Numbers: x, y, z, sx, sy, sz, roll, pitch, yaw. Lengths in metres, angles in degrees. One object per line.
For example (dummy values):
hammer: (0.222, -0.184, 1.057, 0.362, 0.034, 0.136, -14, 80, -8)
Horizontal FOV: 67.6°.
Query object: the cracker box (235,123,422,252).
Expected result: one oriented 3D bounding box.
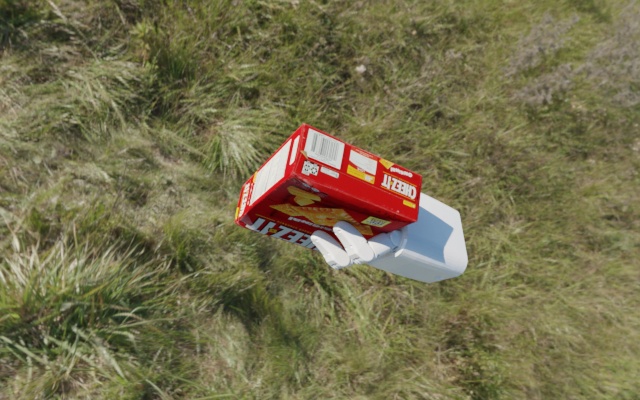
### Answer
cracker box: (0.000, 0.002, 0.620, 0.164, 0.072, 0.214, 21, -26, -20)
